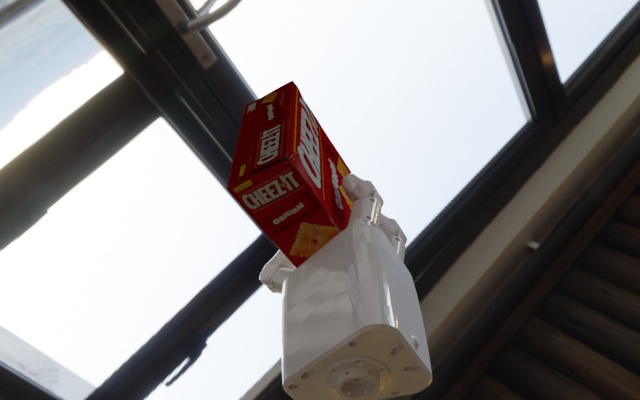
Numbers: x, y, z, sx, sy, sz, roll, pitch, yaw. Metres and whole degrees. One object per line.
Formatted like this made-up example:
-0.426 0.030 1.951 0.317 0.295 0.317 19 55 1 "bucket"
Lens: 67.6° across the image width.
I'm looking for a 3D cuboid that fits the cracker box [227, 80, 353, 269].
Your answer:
0.000 0.002 0.509 0.072 0.214 0.164 -26 33 16 "cracker box"
